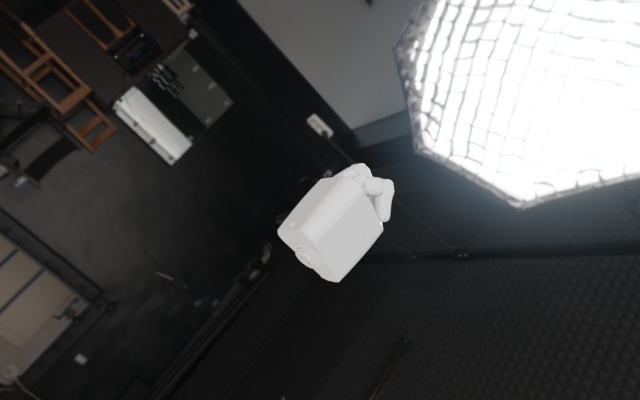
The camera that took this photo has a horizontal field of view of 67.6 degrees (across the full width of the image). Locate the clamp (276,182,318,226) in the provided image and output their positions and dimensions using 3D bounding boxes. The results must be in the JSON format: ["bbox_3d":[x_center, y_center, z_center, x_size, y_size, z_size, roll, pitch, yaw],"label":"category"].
[{"bbox_3d":[0.001,0.003,0.781,0.120,0.039,0.171,-46,17,-24],"label":"clamp"}]
